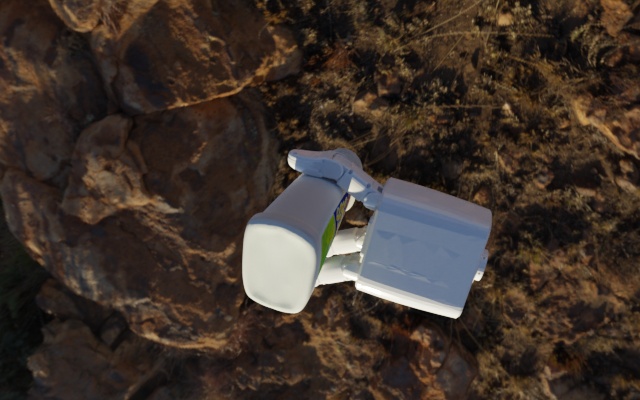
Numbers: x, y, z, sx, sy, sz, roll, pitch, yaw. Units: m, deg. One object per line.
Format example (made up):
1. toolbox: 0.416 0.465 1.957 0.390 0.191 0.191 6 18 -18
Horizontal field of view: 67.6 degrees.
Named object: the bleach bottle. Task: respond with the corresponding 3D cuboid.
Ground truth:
1. bleach bottle: 0.000 0.002 0.514 0.068 0.103 0.250 17 33 11
